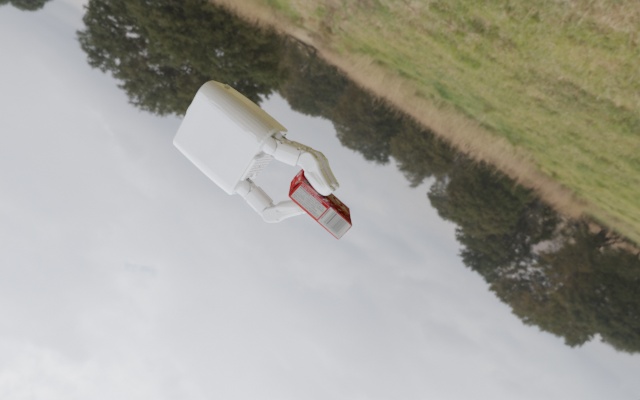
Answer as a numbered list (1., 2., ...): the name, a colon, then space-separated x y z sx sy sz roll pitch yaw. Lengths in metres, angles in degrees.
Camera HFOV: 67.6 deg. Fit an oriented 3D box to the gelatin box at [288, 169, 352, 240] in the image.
1. gelatin box: 0.000 0.003 0.624 0.089 0.030 0.073 42 12 -10
